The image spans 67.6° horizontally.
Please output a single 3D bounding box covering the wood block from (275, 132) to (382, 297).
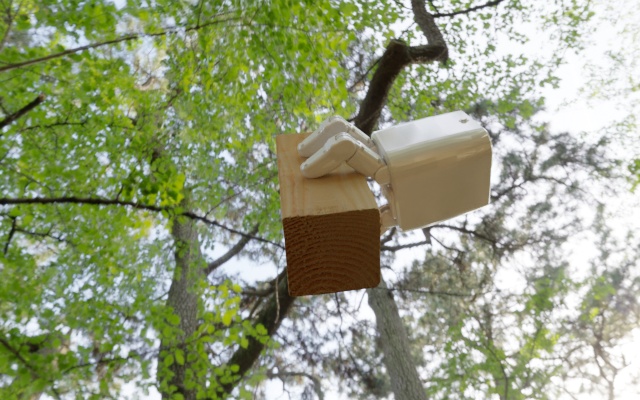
[{"bbox_3d":[0.000,0.002,0.526,0.090,0.091,0.206,-6,28,-4],"label":"wood block"}]
